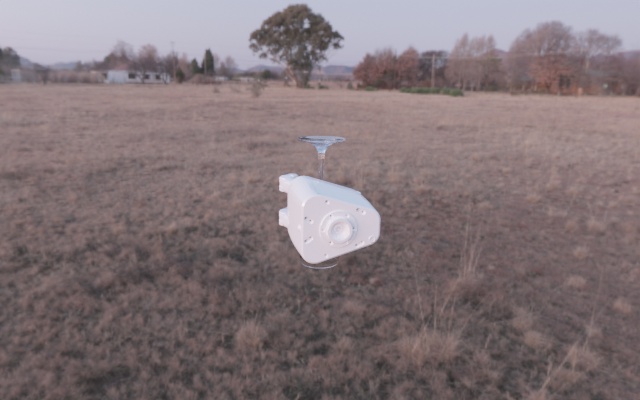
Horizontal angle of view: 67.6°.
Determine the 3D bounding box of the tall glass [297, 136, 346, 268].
[{"bbox_3d":[0.000,0.002,0.751,0.079,0.201,0.079,1,14,0],"label":"tall glass"}]
